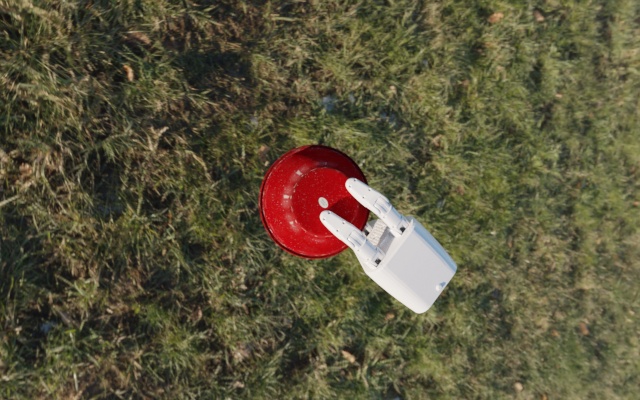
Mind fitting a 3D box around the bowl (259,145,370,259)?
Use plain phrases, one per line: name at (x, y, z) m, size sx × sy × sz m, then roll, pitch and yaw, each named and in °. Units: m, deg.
bowl at (-0.001, 0.002, 0.646) m, size 0.162 × 0.162 × 0.055 m, roll 0°, pitch 1°, yaw -13°
